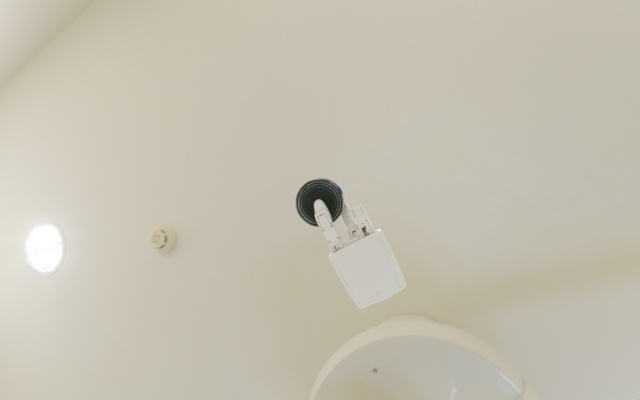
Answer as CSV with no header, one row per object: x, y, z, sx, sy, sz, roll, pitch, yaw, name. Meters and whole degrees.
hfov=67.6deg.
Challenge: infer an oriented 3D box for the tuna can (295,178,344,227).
0.000,0.003,0.858,0.086,0.086,0.033,0,7,9,tuna can
